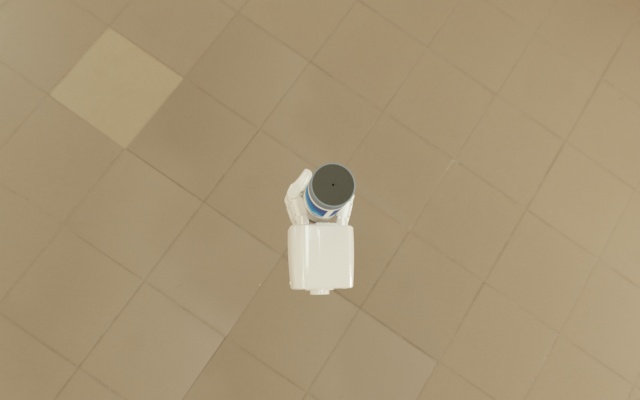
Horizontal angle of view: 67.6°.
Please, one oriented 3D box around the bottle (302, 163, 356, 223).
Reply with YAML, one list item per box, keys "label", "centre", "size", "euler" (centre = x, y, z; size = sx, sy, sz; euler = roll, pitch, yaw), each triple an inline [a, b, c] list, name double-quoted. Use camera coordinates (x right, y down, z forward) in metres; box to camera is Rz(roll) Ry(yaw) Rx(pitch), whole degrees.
- label: "bottle"
  centre: [0.000, 0.003, 0.834]
  size: [0.069, 0.069, 0.296]
  euler: [0, -10, -7]
